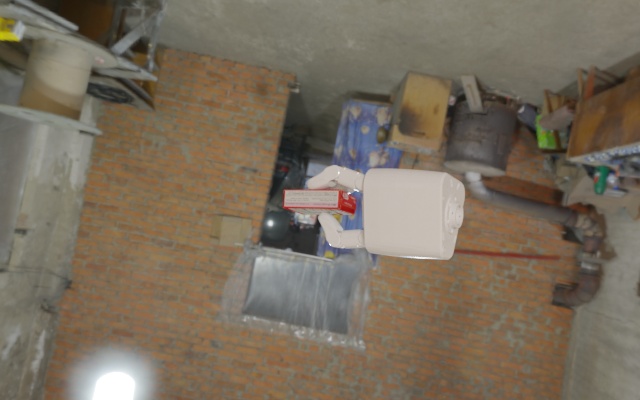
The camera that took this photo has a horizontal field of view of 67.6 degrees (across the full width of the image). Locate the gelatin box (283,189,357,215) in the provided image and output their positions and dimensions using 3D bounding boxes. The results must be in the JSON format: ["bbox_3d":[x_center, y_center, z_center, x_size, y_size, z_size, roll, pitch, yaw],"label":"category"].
[{"bbox_3d":[0.000,0.003,0.694,0.089,0.030,0.073,0,-8,21],"label":"gelatin box"}]
